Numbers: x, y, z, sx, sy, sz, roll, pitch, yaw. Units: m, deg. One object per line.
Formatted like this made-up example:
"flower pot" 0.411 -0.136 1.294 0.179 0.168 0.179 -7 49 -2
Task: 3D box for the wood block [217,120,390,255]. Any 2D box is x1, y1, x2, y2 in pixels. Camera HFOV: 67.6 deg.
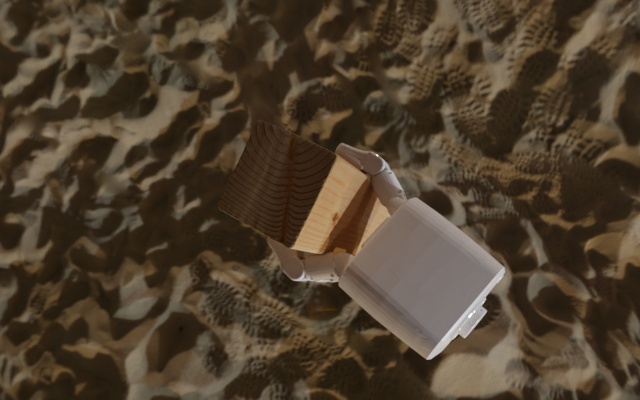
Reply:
"wood block" 0.000 0.002 0.503 0.090 0.091 0.206 27 1 25
